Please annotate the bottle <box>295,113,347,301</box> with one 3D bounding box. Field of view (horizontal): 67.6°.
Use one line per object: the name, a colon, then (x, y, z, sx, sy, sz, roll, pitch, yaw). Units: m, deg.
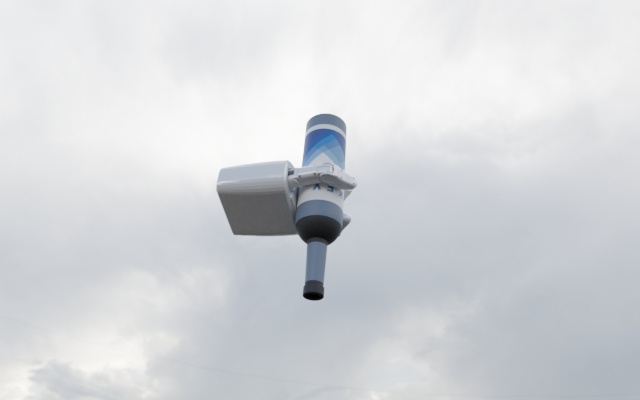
bottle: (0.000, 0.002, 0.692, 0.069, 0.295, 0.069, 3, -35, 2)
